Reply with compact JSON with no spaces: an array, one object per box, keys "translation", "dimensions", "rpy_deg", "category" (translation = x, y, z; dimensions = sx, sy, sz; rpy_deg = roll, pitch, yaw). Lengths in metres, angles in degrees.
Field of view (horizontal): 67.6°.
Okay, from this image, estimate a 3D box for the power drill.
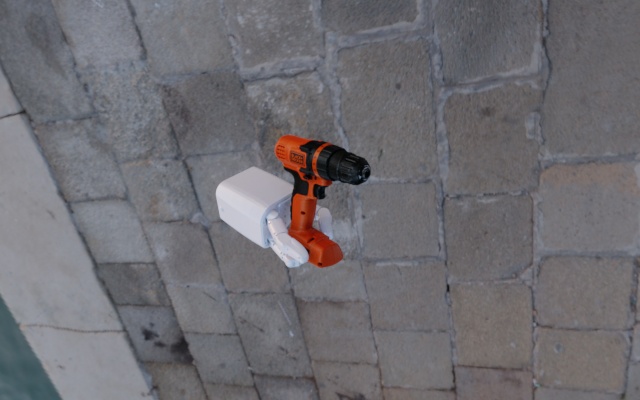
[{"translation":[0.000,0.003,0.725],"dimensions":[0.057,0.188,0.184],"rpy_deg":[-14,26,-38],"category":"power drill"}]
